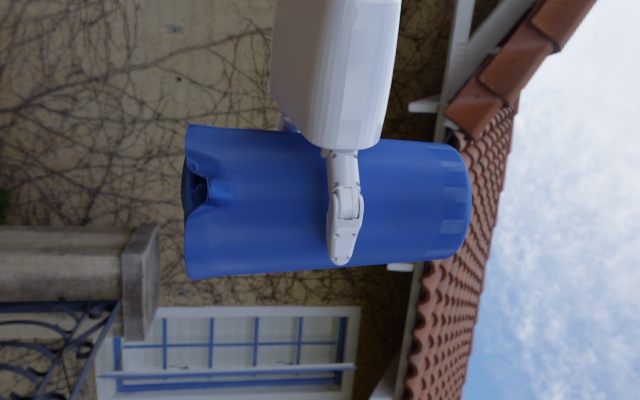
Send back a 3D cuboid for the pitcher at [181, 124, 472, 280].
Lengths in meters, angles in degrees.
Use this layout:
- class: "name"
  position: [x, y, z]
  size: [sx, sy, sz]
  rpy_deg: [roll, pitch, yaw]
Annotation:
- class: "pitcher"
  position: [0.000, 0.001, 0.439]
  size: [0.243, 0.145, 0.149]
  rpy_deg: [0, 38, -9]
